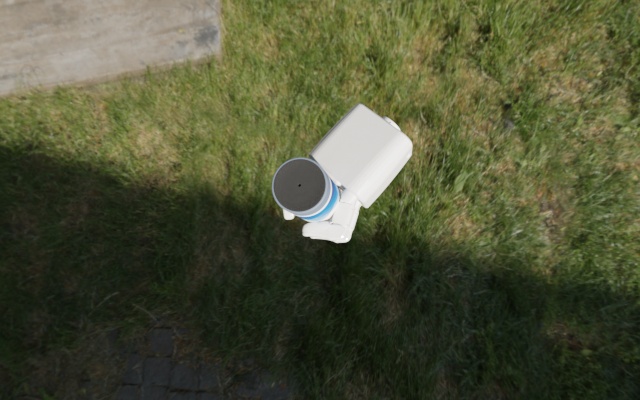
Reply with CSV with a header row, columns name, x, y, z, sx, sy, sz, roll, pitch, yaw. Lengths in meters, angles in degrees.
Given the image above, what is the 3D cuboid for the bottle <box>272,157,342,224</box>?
name,x,y,z,sx,sy,sz,roll,pitch,yaw
bottle,0.000,0.002,0.694,0.069,0.069,0.296,0,-8,10
